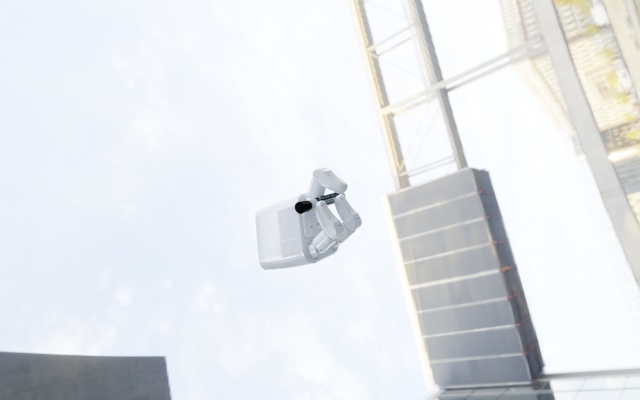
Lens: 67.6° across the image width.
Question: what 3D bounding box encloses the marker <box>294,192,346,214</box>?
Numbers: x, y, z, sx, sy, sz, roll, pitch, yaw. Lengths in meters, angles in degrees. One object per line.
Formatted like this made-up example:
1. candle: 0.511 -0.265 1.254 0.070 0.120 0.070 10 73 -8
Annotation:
1. marker: 0.000 0.002 0.743 0.020 0.020 0.121 0 9 35
